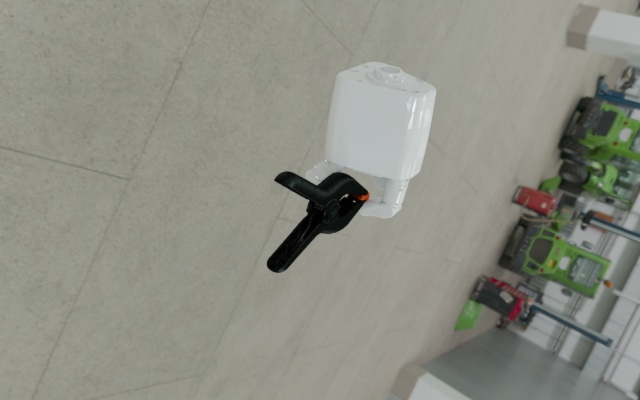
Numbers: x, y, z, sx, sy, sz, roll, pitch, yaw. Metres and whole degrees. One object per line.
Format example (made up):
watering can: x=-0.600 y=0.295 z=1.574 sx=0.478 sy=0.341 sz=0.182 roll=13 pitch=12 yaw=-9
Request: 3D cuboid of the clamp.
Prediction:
clamp: x=0.001 y=0.002 z=0.566 sx=0.039 sy=0.120 sz=0.171 roll=28 pitch=39 yaw=28
